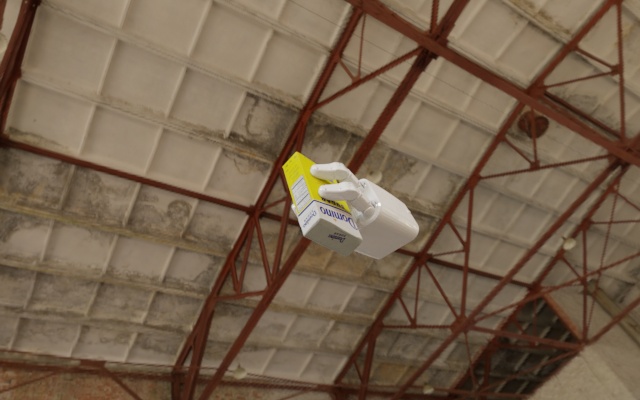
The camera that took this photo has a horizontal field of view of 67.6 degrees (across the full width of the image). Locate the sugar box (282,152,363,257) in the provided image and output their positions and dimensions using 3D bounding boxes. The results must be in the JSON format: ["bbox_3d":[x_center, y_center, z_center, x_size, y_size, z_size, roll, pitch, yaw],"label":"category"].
[{"bbox_3d":[0.001,0.002,0.759,0.093,0.048,0.176,29,22,-34],"label":"sugar box"}]
